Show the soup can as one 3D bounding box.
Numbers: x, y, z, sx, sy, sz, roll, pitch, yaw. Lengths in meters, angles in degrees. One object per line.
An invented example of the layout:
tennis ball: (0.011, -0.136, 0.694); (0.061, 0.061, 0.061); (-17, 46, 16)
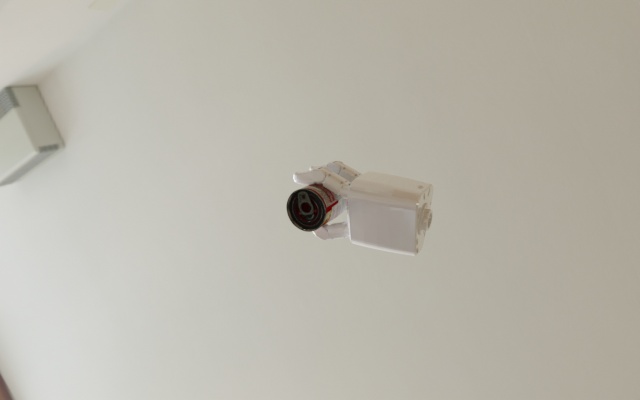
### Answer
soup can: (0.000, 0.002, 0.765); (0.068, 0.068, 0.102); (0, 15, 28)
